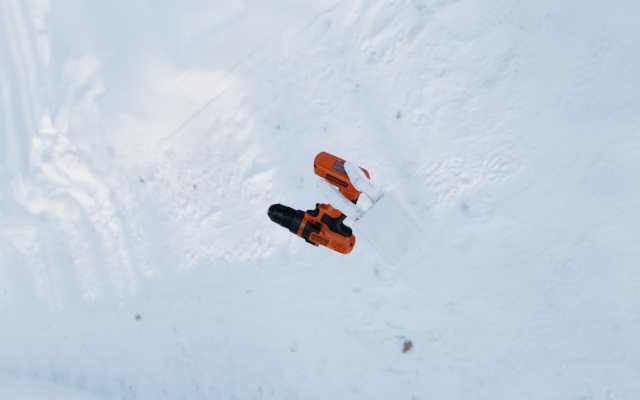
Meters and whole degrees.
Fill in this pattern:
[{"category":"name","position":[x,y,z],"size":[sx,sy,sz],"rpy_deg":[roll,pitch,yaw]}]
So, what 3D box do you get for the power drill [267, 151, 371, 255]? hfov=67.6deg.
[{"category":"power drill","position":[0.001,0.003,0.896],"size":[0.184,0.188,0.057],"rpy_deg":[23,39,2]}]
